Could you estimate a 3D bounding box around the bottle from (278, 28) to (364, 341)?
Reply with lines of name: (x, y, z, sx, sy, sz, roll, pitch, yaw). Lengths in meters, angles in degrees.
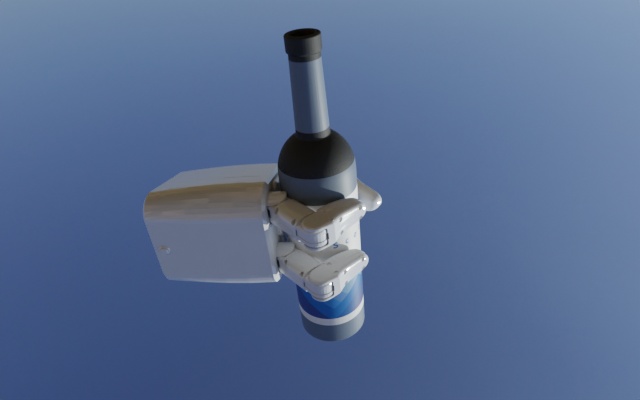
bottle: (0.000, 0.002, 0.425, 0.069, 0.296, 0.069, -4, 34, 3)
